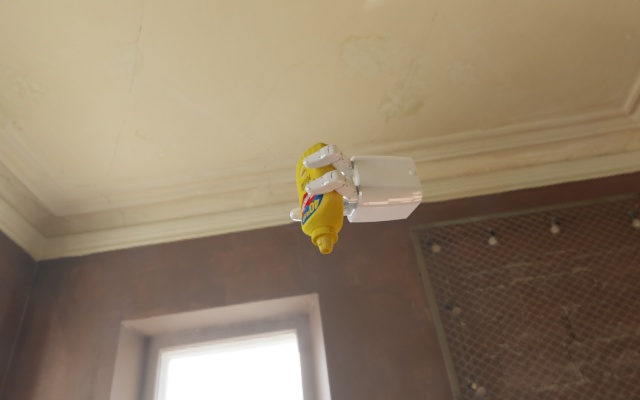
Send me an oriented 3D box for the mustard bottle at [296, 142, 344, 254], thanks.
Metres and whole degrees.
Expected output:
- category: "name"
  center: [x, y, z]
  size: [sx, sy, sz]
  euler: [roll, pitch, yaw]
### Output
- category: "mustard bottle"
  center: [0.000, 0.002, 0.789]
  size: [0.058, 0.191, 0.096]
  euler: [15, -43, -27]
